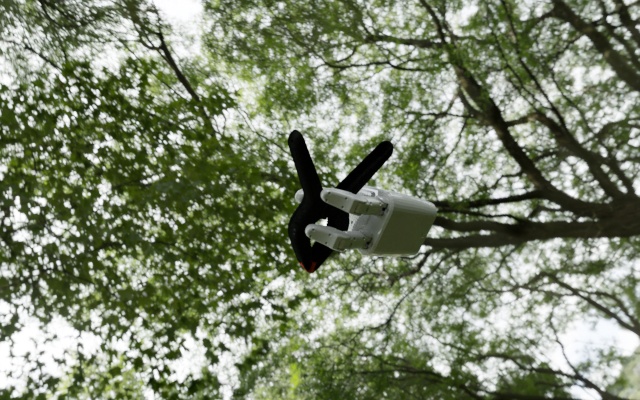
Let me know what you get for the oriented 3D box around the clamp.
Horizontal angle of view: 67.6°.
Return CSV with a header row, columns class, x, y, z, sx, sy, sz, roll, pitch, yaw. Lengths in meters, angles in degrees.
class,x,y,z,sx,sy,sz,roll,pitch,yaw
clamp,0.000,0.002,0.646,0.164,0.210,0.036,10,21,-37
